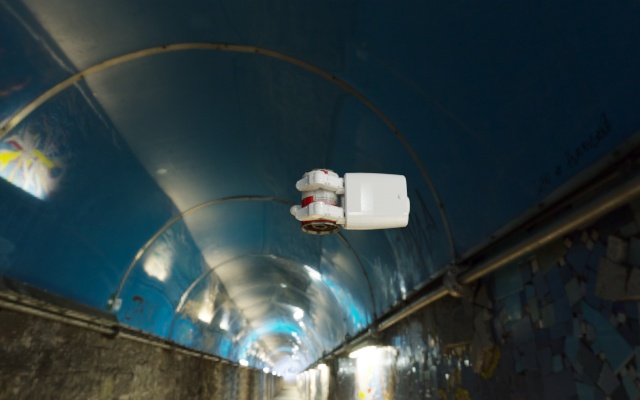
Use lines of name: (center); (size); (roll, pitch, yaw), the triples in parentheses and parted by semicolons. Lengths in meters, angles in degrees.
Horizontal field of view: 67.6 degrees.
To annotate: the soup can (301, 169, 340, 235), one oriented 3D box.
soup can: (0.000, 0.003, 0.848); (0.068, 0.102, 0.068); (0, -20, 0)
